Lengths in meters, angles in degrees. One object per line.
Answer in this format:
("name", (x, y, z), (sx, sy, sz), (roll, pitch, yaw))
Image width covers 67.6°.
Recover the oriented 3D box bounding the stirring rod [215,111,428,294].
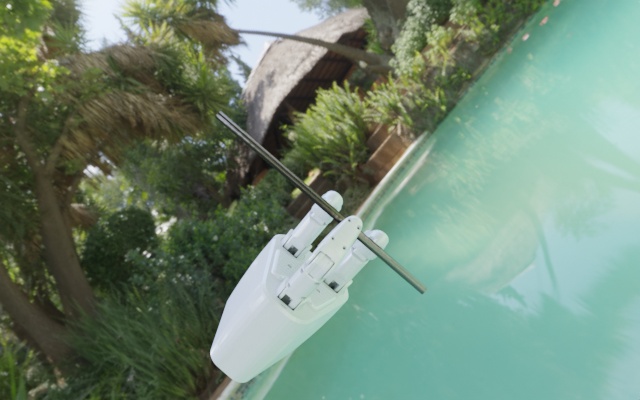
("stirring rod", (0.000, 0.002, 0.423), (0.239, 0.011, 0.011), (41, 1, 2))
